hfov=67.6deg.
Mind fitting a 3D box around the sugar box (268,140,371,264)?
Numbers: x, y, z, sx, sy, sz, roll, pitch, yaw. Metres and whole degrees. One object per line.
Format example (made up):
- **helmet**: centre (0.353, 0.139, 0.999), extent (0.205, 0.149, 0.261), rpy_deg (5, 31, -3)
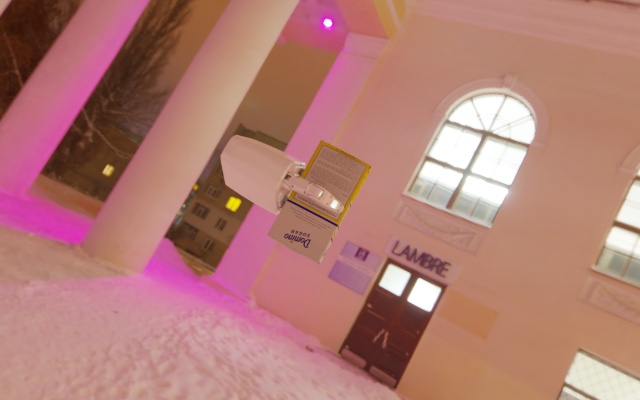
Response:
- **sugar box**: centre (0.000, 0.002, 0.760), extent (0.093, 0.176, 0.048), rpy_deg (28, -9, 9)
